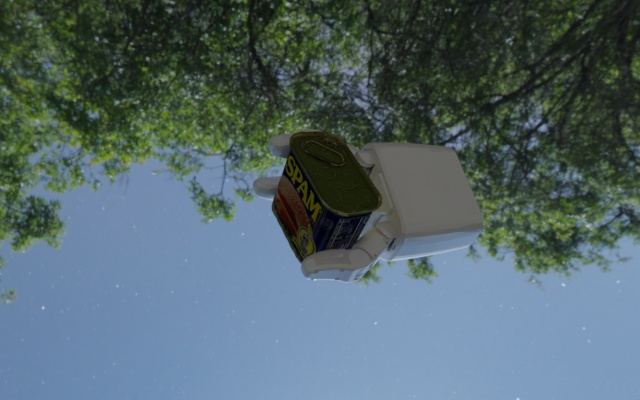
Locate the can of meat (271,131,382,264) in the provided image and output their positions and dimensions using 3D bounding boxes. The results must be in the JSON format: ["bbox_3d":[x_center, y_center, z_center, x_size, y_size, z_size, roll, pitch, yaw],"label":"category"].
[{"bbox_3d":[0.000,0.002,0.435,0.057,0.102,0.084,-7,-41,-30],"label":"can of meat"}]
